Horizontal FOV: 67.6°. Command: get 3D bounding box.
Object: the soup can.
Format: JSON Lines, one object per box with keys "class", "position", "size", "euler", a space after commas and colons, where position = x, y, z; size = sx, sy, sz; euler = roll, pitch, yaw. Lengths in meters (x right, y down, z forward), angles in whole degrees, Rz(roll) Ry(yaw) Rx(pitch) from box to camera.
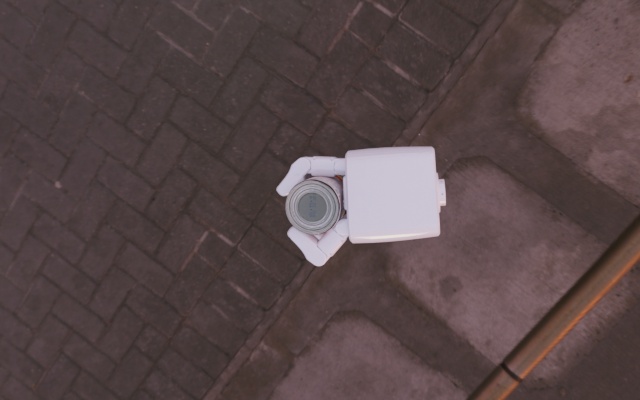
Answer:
{"class": "soup can", "position": [0.000, 0.002, 0.607], "size": [0.068, 0.068, 0.102], "euler": [0, 8, 12]}
